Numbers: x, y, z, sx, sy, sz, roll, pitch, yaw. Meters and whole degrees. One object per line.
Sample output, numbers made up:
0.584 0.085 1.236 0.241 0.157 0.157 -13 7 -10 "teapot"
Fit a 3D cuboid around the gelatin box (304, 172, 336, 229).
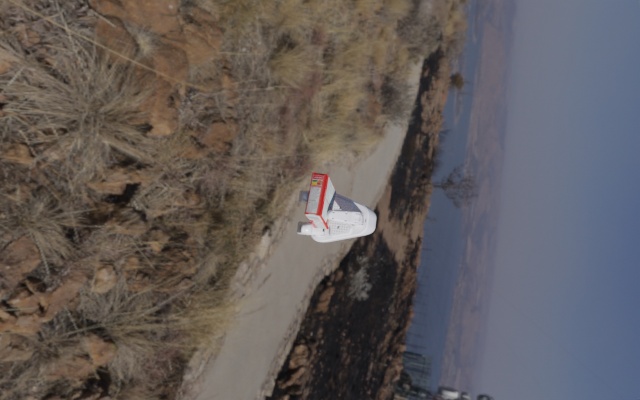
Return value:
0.001 0.003 0.809 0.030 0.073 0.089 7 -16 12 "gelatin box"
